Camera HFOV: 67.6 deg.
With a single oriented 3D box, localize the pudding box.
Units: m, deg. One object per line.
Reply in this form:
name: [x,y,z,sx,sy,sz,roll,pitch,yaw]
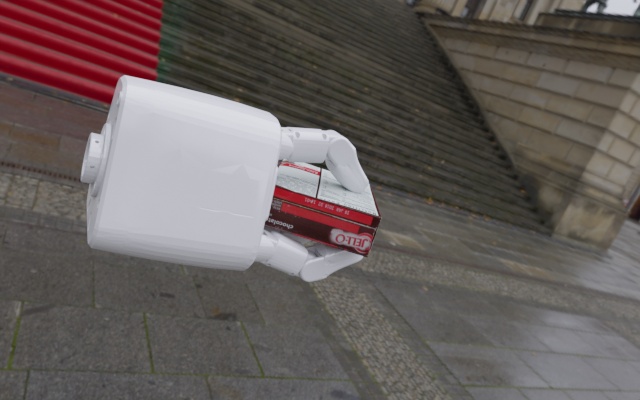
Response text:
pudding box: [0.000,0.001,0.403,0.090,0.039,0.113,18,17,-3]
